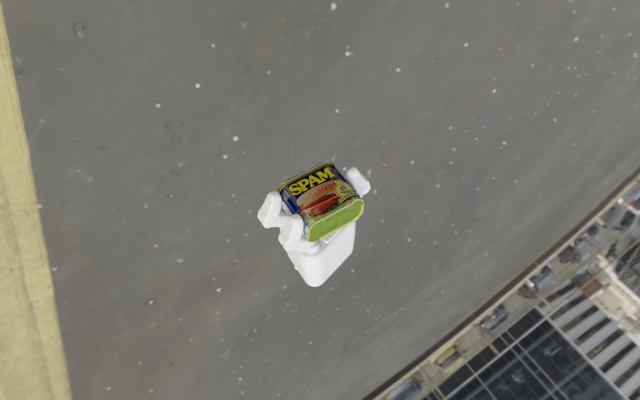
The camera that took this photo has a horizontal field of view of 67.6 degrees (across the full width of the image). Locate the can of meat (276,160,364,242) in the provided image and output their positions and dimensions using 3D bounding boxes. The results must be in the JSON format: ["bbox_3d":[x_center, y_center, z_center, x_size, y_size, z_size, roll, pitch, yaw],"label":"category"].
[{"bbox_3d":[0.000,0.002,0.688,0.102,0.084,0.057,-27,-32,-17],"label":"can of meat"}]
